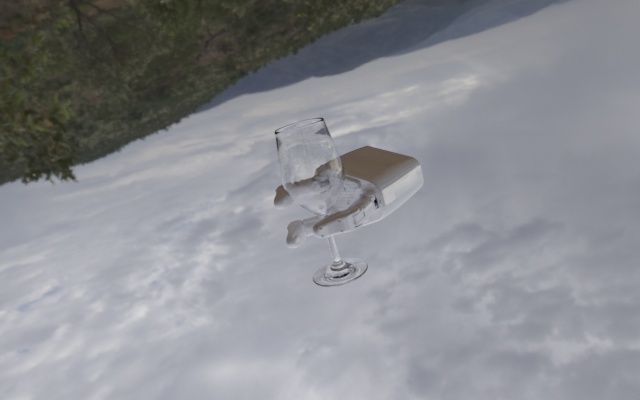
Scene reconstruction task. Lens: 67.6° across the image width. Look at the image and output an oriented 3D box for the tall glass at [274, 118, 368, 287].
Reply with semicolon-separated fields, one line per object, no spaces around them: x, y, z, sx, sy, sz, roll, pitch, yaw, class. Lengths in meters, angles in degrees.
0.000;0.003;0.596;0.079;0.201;0.079;-15;16;4;tall glass
